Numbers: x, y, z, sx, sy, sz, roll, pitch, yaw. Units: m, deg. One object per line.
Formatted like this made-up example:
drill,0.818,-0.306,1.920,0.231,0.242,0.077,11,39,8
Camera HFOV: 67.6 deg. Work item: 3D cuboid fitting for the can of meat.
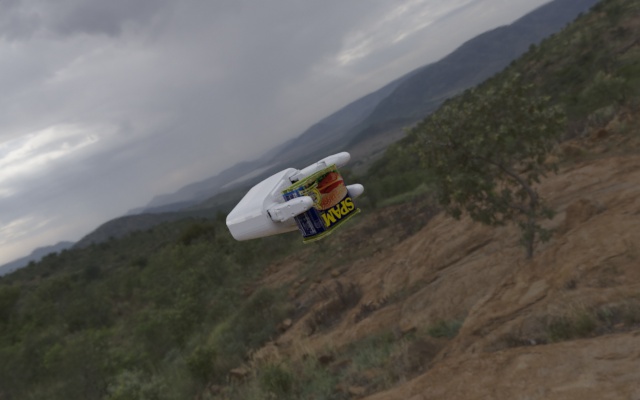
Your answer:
can of meat,0.000,0.002,0.711,0.057,0.084,0.102,-19,10,48
